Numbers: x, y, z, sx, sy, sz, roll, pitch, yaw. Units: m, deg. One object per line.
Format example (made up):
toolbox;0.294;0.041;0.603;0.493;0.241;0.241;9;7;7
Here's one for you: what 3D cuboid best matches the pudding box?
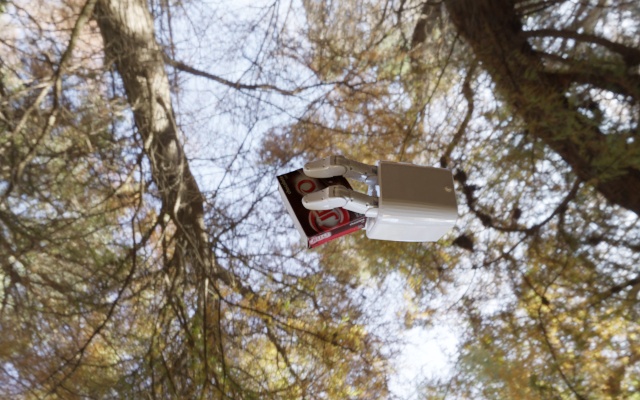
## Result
pudding box;0.000;0.002;0.662;0.090;0.113;0.039;-20;-34;-17
